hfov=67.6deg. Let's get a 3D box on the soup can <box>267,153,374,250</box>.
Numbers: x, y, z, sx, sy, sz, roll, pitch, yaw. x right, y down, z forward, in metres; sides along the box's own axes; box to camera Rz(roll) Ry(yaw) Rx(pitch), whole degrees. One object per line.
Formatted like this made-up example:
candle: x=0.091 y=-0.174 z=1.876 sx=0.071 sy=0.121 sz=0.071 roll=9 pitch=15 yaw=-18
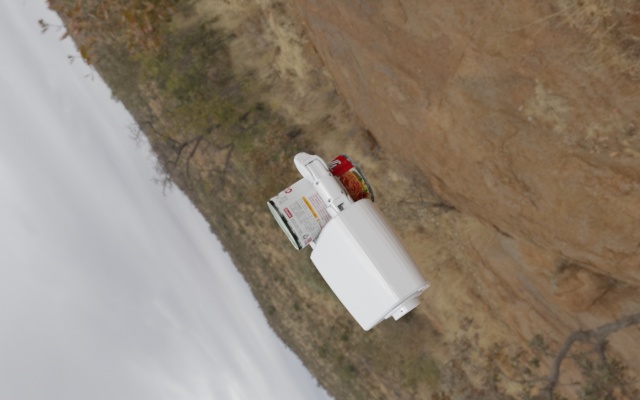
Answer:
soup can: x=0.000 y=0.001 z=0.541 sx=0.102 sy=0.068 sz=0.068 roll=-33 pitch=6 yaw=-10
